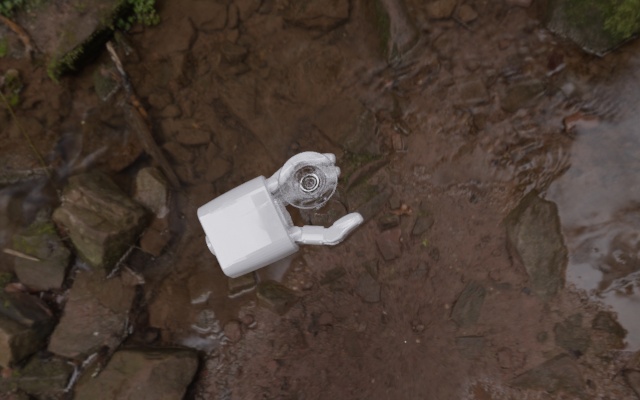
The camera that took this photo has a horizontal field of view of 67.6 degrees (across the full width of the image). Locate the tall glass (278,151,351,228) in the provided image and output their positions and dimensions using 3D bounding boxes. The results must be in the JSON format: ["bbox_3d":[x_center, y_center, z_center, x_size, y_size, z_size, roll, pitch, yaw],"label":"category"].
[{"bbox_3d":[0.000,0.002,0.677,0.079,0.079,0.201,0,-16,10],"label":"tall glass"}]
